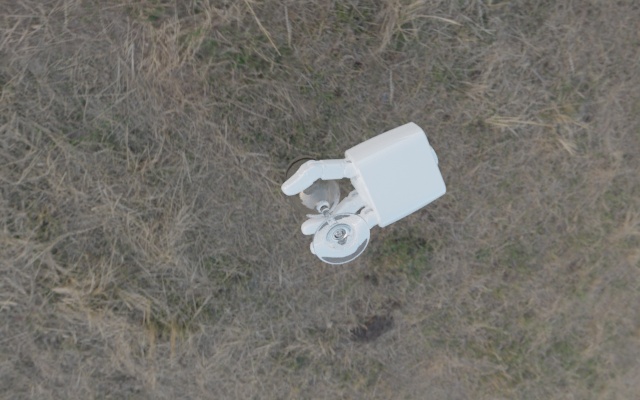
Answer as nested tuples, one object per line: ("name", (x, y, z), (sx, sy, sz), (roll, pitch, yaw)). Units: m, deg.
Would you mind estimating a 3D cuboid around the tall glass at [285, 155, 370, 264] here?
("tall glass", (0.000, 0.003, 0.672), (0.079, 0.079, 0.201), (0, 27, -18))
